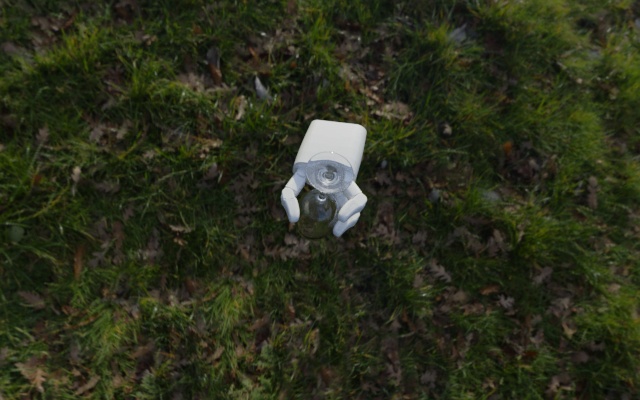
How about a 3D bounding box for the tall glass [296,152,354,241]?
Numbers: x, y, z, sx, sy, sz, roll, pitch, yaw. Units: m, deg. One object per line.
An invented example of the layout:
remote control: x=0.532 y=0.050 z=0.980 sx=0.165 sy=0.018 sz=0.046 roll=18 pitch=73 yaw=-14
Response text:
tall glass: x=0.000 y=0.002 z=0.811 sx=0.079 sy=0.079 sz=0.201 roll=0 pitch=-28 yaw=-9
